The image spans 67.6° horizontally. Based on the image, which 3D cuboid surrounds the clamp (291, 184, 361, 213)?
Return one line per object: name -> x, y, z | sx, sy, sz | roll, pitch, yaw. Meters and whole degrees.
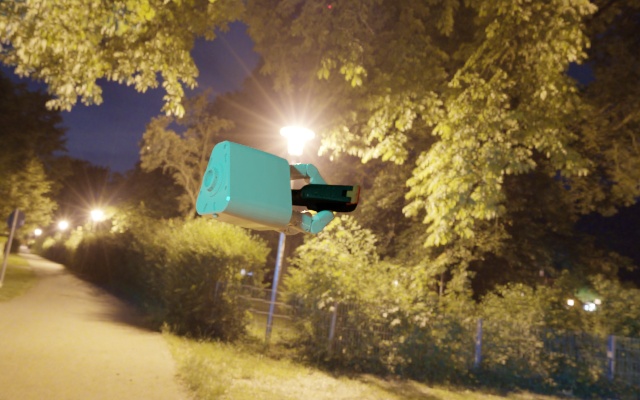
clamp -> 0.000, 0.002, 0.777 | 0.164, 0.036, 0.210 | 18, -15, -39
